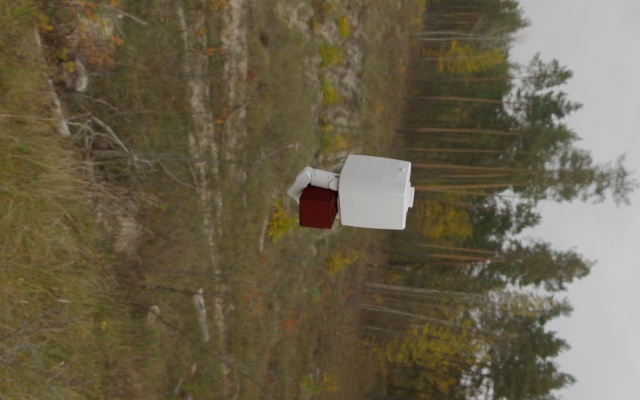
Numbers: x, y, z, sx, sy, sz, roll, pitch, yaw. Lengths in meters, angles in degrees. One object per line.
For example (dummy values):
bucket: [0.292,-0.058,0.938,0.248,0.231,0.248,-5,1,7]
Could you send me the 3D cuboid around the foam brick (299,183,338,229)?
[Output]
foam brick: [0.000,0.003,0.770,0.051,0.053,0.078,7,32,12]
